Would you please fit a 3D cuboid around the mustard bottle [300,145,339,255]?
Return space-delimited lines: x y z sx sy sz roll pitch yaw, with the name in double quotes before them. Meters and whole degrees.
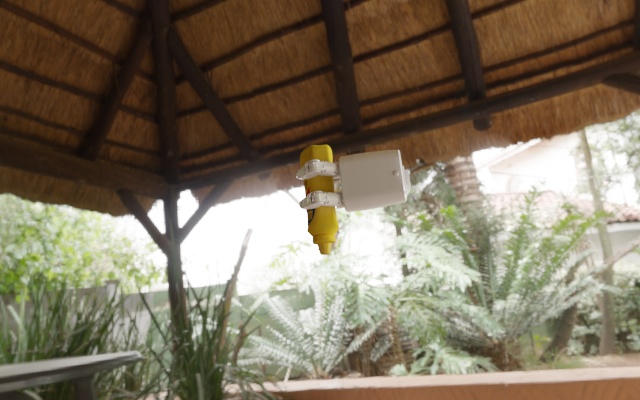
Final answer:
"mustard bottle" 0.000 0.003 0.865 0.058 0.191 0.096 -3 -14 -13
